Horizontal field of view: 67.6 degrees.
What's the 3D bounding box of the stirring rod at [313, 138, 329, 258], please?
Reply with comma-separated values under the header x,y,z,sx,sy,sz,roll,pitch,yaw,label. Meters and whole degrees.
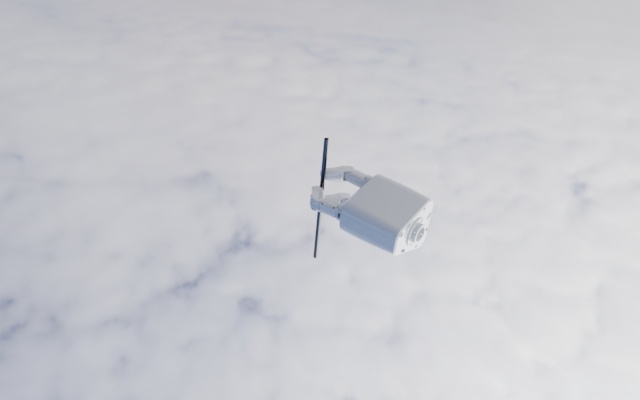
x,y,z,sx,sy,sz,roll,pitch,yaw,label
0.000,0.003,0.838,0.011,0.240,0.011,4,30,-2,stirring rod
